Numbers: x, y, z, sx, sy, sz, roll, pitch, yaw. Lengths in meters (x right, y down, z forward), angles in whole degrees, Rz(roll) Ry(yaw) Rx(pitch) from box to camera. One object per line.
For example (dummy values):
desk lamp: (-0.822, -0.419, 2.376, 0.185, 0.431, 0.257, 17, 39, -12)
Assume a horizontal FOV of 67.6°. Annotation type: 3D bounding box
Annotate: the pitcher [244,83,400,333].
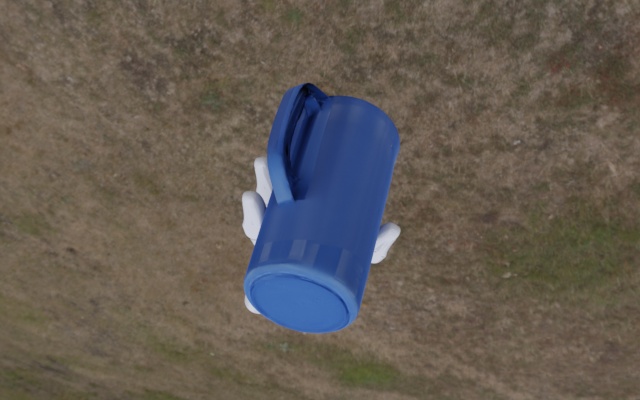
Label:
pitcher: (0.000, 0.002, 0.499, 0.149, 0.242, 0.145, 20, -43, -4)
